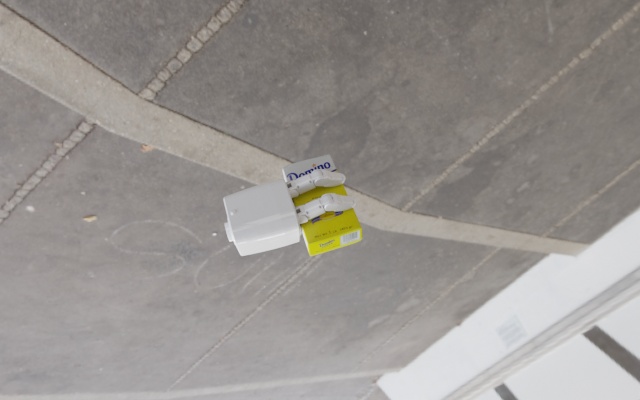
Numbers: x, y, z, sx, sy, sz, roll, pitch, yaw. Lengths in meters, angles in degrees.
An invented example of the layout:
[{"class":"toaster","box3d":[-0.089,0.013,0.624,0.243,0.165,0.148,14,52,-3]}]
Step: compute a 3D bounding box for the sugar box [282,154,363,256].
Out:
[{"class":"sugar box","box3d":[0.000,0.002,0.818,0.093,0.176,0.048,-16,-35,-8]}]
